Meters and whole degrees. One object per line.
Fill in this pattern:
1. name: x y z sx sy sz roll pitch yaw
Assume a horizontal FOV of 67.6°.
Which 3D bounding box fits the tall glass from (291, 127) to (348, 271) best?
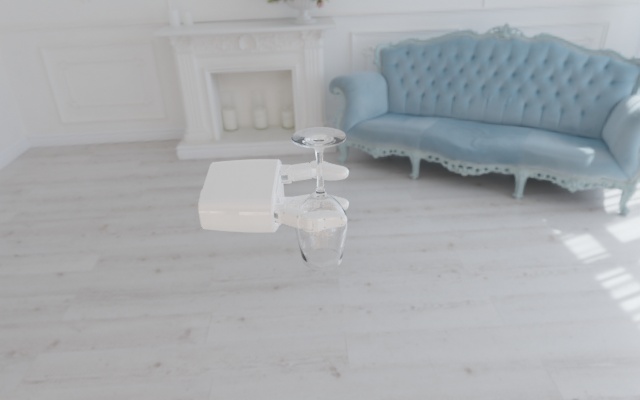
1. tall glass: 0.000 0.002 0.685 0.079 0.201 0.079 -2 28 1
